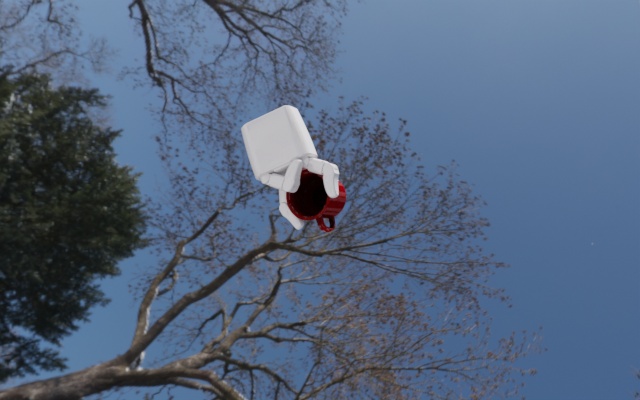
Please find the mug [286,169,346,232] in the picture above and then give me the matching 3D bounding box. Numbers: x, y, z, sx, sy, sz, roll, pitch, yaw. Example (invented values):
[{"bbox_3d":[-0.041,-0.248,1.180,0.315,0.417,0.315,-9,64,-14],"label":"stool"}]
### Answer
[{"bbox_3d":[0.001,0.004,0.888,0.093,0.117,0.081,-28,-16,25],"label":"mug"}]
